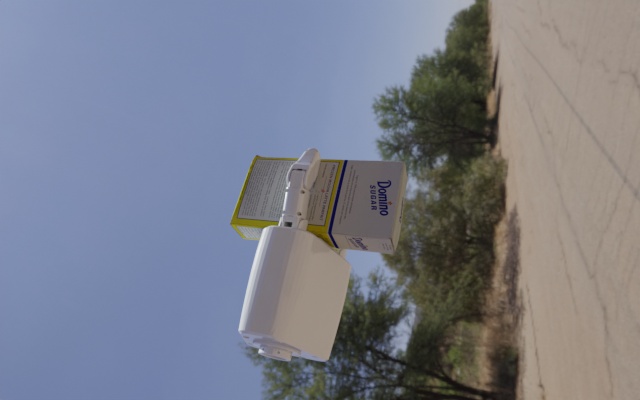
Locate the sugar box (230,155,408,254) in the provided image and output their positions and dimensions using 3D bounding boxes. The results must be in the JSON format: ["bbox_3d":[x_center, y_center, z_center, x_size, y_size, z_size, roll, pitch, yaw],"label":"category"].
[{"bbox_3d":[0.000,0.002,0.518,0.176,0.093,0.048,6,-28,17],"label":"sugar box"}]
